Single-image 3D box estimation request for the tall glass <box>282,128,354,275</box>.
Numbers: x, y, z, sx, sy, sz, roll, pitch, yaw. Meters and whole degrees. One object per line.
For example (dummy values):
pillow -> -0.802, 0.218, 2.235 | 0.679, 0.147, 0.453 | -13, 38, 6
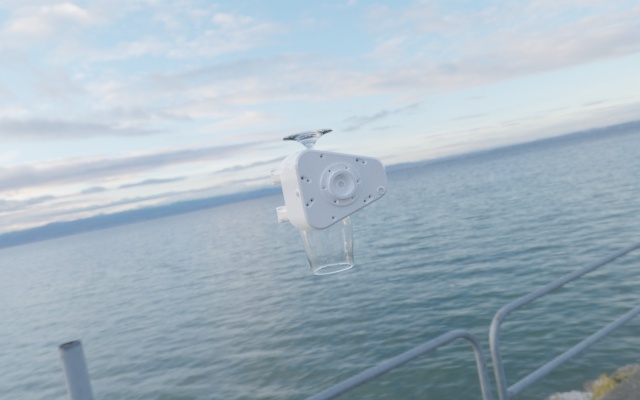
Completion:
tall glass -> 0.000, 0.002, 0.691 | 0.079, 0.201, 0.079 | -11, 2, 0
